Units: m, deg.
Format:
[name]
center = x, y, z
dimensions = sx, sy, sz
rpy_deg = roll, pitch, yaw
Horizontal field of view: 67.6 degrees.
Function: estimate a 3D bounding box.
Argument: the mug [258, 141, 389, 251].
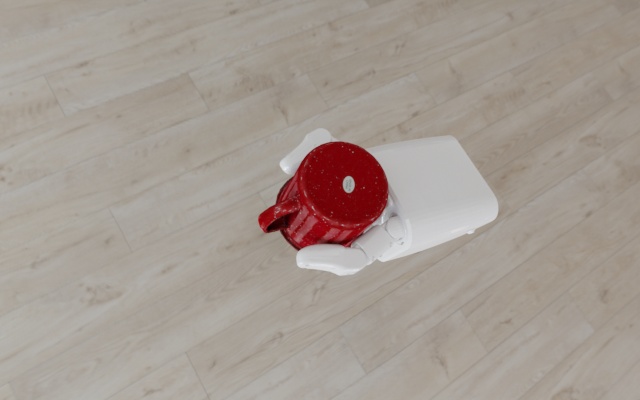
[mug]
center = -0.001, 0.002, 0.429
dimensions = 0.117, 0.093, 0.081
rpy_deg = -15, -16, -20
